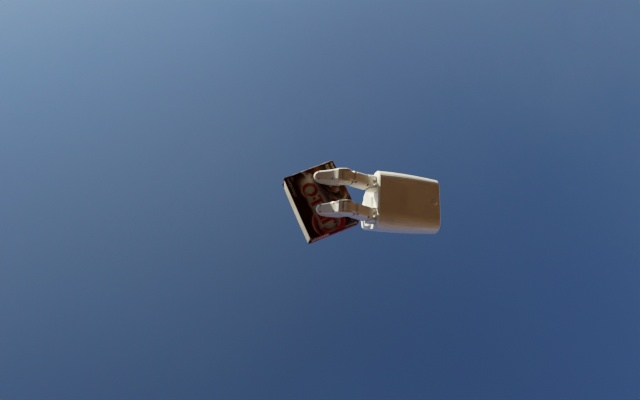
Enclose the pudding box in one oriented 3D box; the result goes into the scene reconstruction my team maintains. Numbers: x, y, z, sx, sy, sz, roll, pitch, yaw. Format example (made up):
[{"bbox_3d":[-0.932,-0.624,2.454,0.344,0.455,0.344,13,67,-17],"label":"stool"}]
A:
[{"bbox_3d":[0.000,0.003,0.774,0.090,0.113,0.039,-21,-16,-17],"label":"pudding box"}]
